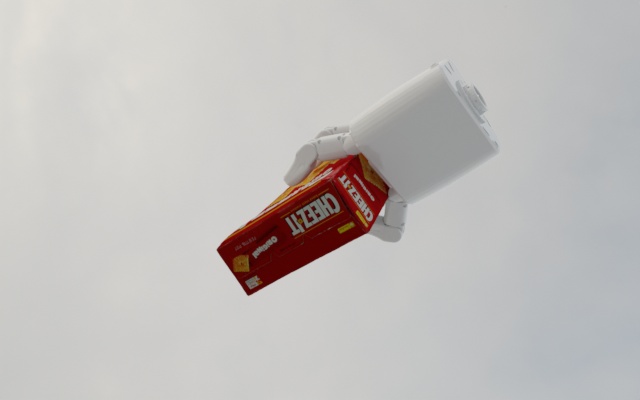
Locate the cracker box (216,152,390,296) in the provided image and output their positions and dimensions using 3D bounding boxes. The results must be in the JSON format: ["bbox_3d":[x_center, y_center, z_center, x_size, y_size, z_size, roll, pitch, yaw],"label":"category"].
[{"bbox_3d":[0.000,0.002,0.558,0.164,0.072,0.213,-32,7,28],"label":"cracker box"}]
